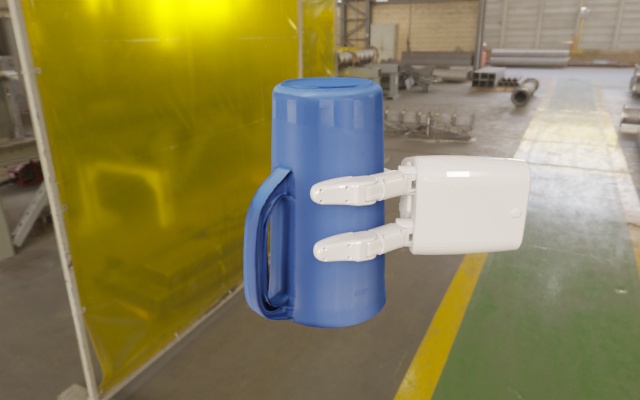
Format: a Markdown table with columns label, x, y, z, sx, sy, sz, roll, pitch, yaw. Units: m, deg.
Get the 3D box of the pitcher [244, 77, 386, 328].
| label | x | y | z | sx | sy | sz | roll | pitch | yaw |
| --- | --- | --- | --- | --- | --- | --- | --- | --- | --- |
| pitcher | 0.000 | 0.002 | 0.495 | 0.145 | 0.243 | 0.149 | 0 | 20 | 2 |
